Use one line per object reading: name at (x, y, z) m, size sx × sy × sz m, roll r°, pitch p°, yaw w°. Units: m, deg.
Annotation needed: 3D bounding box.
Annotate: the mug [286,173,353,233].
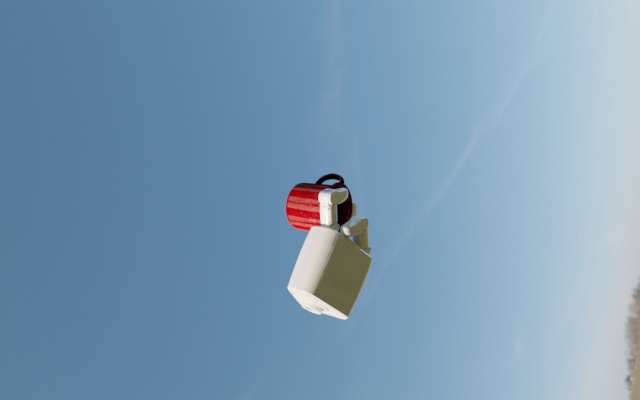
mug at (0.000, 0.001, 0.810) m, size 0.081 × 0.117 × 0.093 m, roll 7°, pitch -28°, yaw 35°
